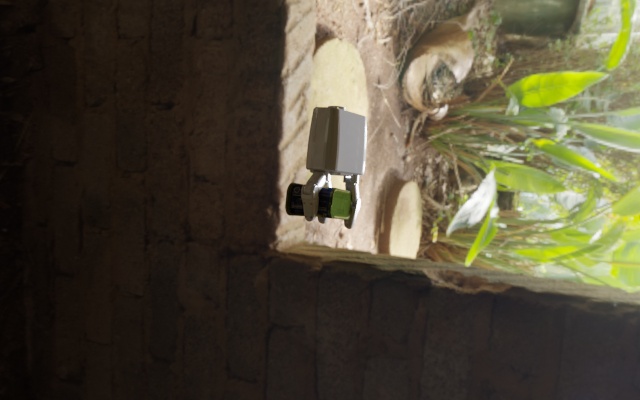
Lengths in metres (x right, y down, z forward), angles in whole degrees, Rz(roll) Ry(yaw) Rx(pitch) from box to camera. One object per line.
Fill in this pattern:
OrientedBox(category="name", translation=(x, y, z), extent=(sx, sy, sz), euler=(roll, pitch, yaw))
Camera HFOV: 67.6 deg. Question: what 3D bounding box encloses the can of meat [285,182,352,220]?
OrientedBox(category="can of meat", translation=(0.000, 0.003, 0.828), extent=(0.084, 0.057, 0.102), euler=(6, -1, 24))
